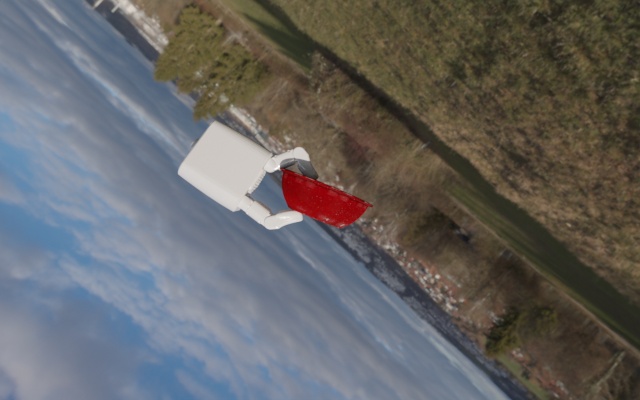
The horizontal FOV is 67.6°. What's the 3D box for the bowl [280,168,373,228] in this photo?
[{"bbox_3d":[0.001,0.003,0.765,0.162,0.055,0.162,22,-1,0],"label":"bowl"}]
